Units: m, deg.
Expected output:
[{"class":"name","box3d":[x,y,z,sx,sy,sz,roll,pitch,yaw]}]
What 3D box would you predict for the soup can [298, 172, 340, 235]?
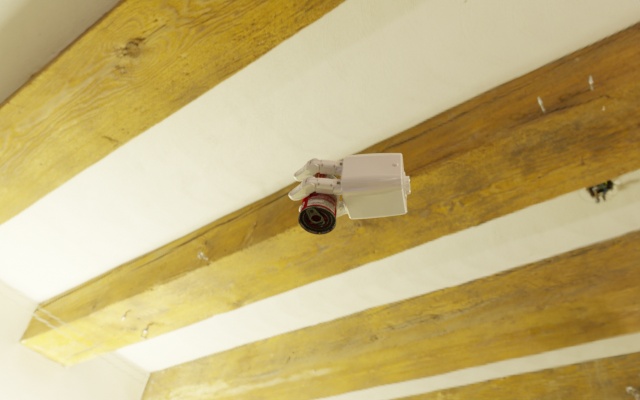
[{"class":"soup can","box3d":[0.000,0.003,0.874,0.068,0.069,0.102,0,42,9]}]
